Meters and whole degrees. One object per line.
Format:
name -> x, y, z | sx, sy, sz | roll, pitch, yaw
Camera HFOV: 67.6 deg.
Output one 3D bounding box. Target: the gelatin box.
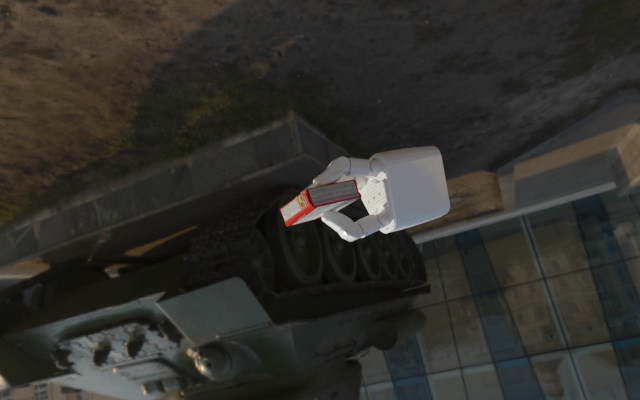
gelatin box -> 0.000, 0.003, 0.657 | 0.089, 0.030, 0.073 | -14, -13, -38
